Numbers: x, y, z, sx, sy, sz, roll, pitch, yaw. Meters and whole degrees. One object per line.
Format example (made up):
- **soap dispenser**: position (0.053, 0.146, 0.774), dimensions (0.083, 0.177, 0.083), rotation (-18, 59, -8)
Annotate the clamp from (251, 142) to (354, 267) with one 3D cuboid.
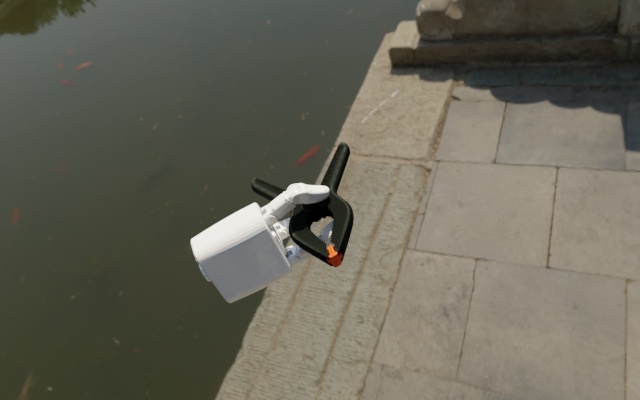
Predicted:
- **clamp**: position (0.000, 0.002, 0.693), dimensions (0.164, 0.209, 0.036), rotation (-28, -42, -3)
